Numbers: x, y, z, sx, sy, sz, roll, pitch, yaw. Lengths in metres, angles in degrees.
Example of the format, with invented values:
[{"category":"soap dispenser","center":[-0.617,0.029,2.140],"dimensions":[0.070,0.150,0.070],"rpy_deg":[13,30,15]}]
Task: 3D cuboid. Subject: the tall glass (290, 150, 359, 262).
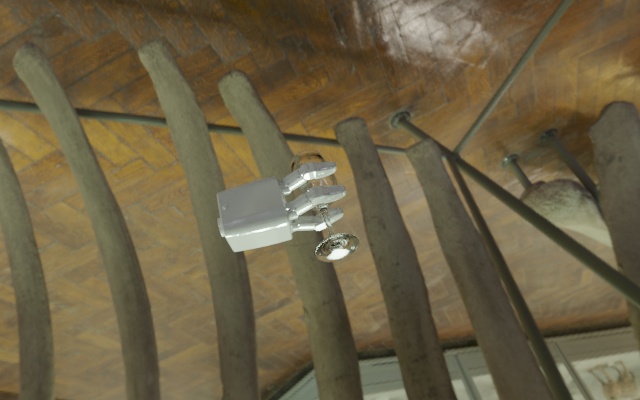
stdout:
[{"category":"tall glass","center":[0.000,0.003,0.817],"dimensions":[0.079,0.201,0.079],"rpy_deg":[-11,-39,-9]}]
